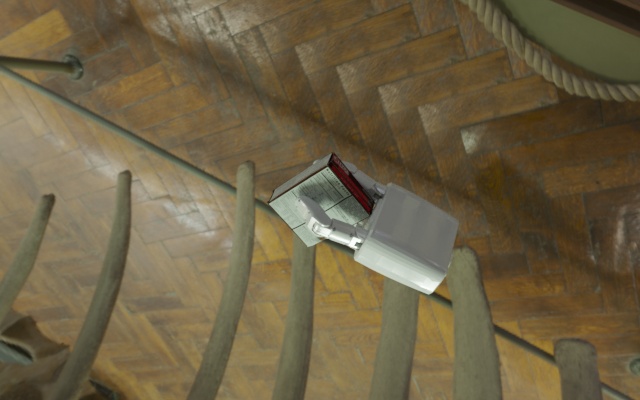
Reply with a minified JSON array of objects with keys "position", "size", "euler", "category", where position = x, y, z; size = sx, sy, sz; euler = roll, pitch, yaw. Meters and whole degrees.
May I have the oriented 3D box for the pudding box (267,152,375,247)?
[{"position":[0.000,0.002,0.624],"size":[0.113,0.090,0.039],"euler":[-31,20,29],"category":"pudding box"}]
